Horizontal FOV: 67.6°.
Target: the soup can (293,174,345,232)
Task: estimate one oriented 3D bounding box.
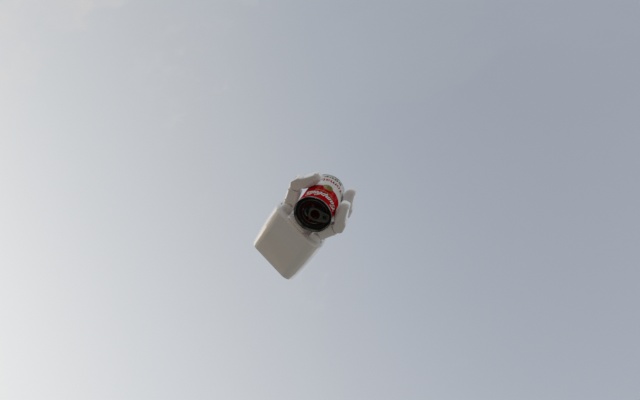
[{"bbox_3d":[0.000,0.002,0.850,0.068,0.068,0.102,0,25,18],"label":"soup can"}]
